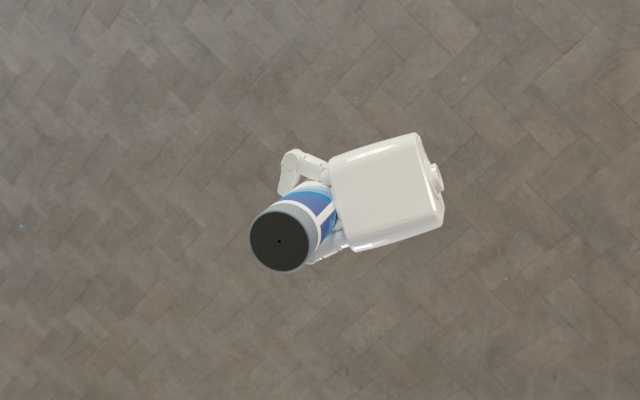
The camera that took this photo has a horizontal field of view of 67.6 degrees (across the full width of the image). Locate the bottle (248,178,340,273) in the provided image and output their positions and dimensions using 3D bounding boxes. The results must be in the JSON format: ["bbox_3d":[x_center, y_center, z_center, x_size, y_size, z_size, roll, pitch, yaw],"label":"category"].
[{"bbox_3d":[0.000,0.002,0.603,0.069,0.069,0.295,0,15,17],"label":"bottle"}]
